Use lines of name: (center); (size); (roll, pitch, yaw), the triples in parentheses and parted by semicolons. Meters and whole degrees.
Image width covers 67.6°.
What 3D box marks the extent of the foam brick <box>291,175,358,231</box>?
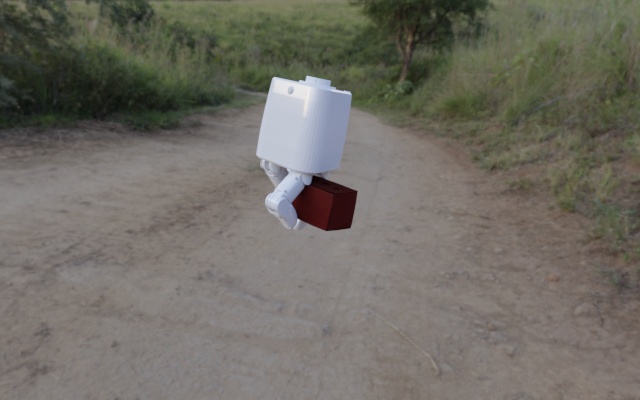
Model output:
foam brick: (0.000, 0.002, 0.621); (0.078, 0.051, 0.053); (22, 16, 35)
